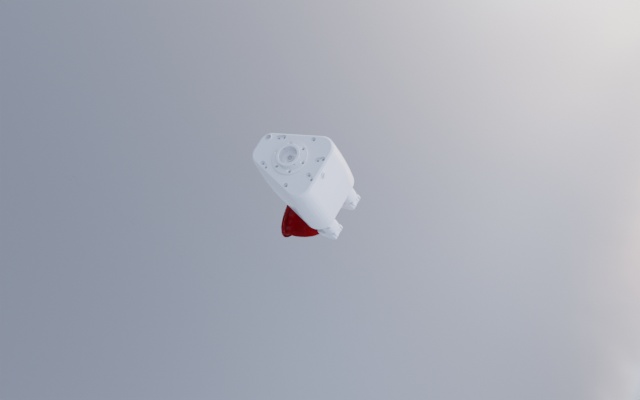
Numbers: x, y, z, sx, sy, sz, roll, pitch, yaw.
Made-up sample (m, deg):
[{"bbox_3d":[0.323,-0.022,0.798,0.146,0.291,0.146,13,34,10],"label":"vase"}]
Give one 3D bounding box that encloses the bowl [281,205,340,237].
[{"bbox_3d":[0.001,0.003,0.803,0.055,0.162,0.162,28,7,13],"label":"bowl"}]
